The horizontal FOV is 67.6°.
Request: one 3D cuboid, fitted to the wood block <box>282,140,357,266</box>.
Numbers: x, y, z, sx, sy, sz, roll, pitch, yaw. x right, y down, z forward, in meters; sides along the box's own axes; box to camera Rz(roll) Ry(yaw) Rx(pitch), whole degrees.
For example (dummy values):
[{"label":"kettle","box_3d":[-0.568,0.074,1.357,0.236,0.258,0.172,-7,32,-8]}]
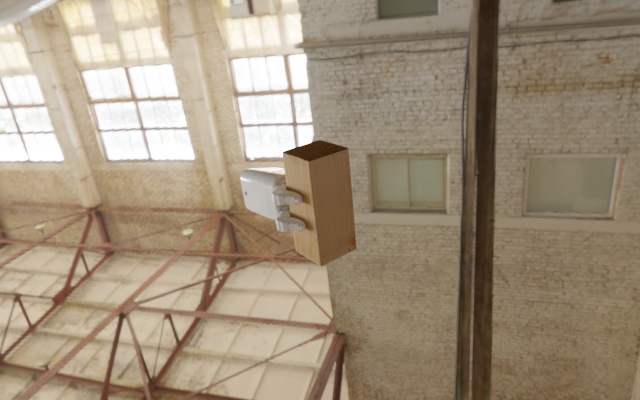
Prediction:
[{"label":"wood block","box_3d":[0.000,0.003,0.895,0.091,0.206,0.090,-22,29,-32]}]
